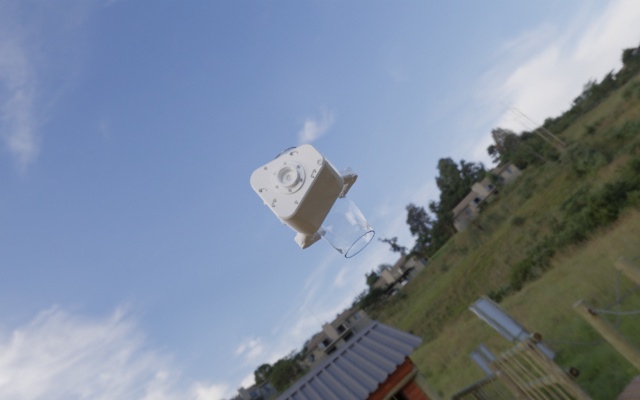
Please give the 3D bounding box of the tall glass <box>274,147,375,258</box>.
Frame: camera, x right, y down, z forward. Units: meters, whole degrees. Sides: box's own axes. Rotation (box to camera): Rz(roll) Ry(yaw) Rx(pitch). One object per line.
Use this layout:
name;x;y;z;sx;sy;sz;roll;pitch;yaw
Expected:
tall glass;0.000;0.002;0.791;0.201;0.079;0.079;47;21;22
